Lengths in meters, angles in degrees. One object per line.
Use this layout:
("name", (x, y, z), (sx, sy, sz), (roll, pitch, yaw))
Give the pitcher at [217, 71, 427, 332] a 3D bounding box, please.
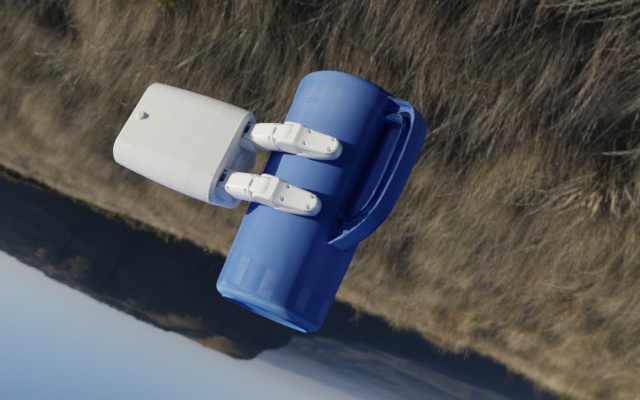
("pitcher", (0.000, 0.002, 0.479), (0.145, 0.242, 0.149), (21, -18, 7))
